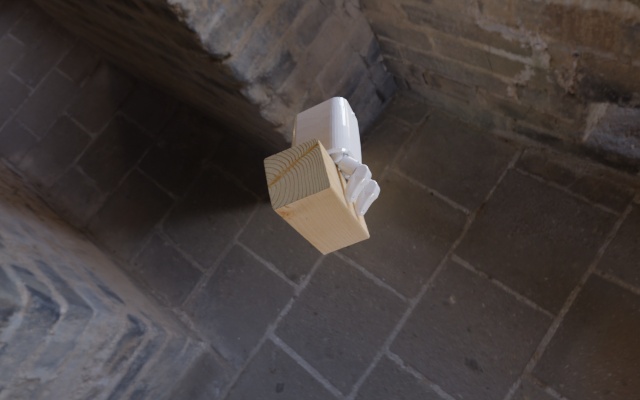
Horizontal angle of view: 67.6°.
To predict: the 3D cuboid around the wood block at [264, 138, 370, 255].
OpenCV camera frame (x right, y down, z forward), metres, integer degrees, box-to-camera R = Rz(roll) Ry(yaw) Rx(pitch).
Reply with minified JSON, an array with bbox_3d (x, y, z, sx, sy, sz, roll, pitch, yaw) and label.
[{"bbox_3d":[0.000,0.002,0.759,0.091,0.090,0.206,-21,-30,12],"label":"wood block"}]
